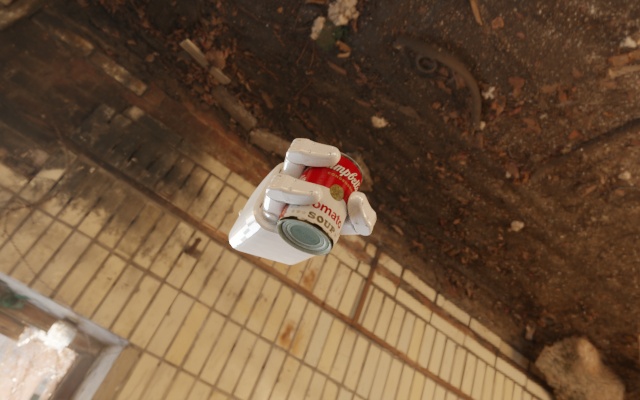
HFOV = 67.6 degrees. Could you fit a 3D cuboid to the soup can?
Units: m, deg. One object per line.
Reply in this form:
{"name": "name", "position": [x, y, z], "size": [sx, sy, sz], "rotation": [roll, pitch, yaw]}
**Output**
{"name": "soup can", "position": [0.000, 0.002, 0.539], "size": [0.068, 0.102, 0.069], "rotation": [18, -33, 12]}
